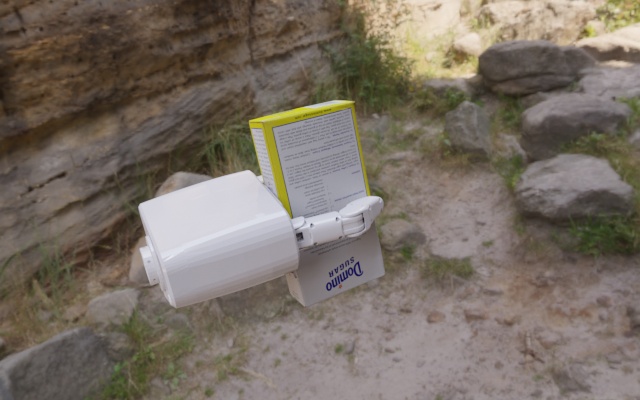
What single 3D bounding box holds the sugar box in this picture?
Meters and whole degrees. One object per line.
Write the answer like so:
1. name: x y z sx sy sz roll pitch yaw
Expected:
1. sugar box: 0.000 0.001 0.451 0.093 0.176 0.048 -17 18 -22
